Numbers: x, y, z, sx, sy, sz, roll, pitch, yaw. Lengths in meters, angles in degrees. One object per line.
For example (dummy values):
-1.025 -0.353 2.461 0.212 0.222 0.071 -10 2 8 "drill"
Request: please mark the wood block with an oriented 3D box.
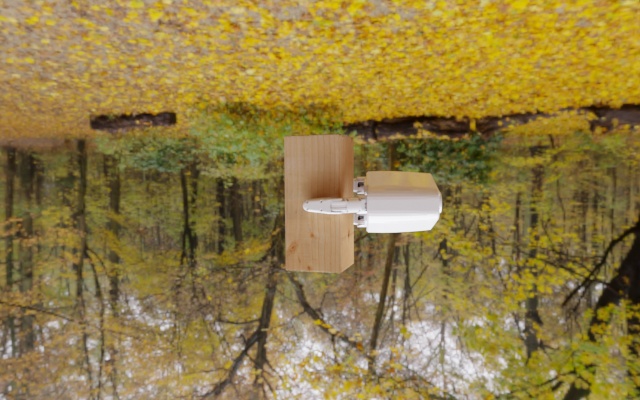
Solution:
0.000 0.003 0.754 0.090 0.206 0.091 0 3 17 "wood block"
